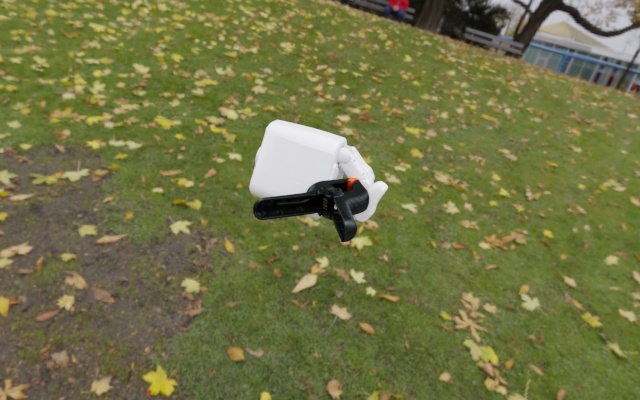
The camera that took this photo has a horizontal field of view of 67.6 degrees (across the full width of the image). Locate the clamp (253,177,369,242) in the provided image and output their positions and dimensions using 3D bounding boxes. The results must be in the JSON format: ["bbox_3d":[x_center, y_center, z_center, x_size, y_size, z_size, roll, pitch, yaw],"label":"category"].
[{"bbox_3d":[0.000,0.001,0.571,0.120,0.039,0.171,16,18,12],"label":"clamp"}]
